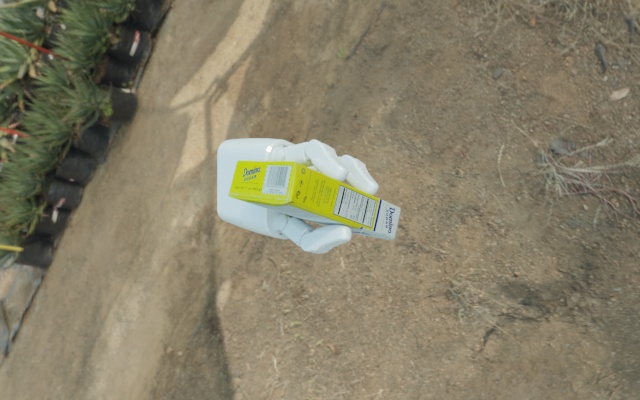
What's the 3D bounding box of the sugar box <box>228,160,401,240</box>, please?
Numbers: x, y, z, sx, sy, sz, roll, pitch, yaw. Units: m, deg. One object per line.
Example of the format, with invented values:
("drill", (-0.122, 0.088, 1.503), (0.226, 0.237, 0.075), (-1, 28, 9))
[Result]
("sugar box", (0.000, 0.001, 0.519), (0.093, 0.048, 0.176), (7, -7, 43))
